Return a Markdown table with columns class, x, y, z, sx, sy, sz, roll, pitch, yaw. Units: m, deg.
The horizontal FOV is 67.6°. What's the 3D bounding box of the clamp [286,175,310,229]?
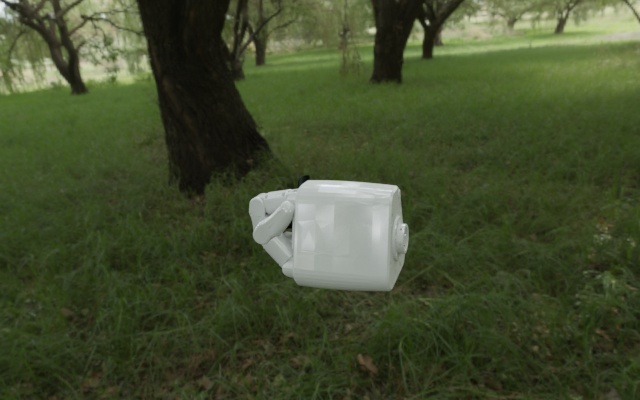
| class | x | y | z | sx | sy | sz | roll | pitch | yaw |
| --- | --- | --- | --- | --- | --- | --- | --- | --- | --- |
| clamp | 0.000 | 0.002 | 0.631 | 0.120 | 0.039 | 0.171 | 3 | 20 | 20 |
